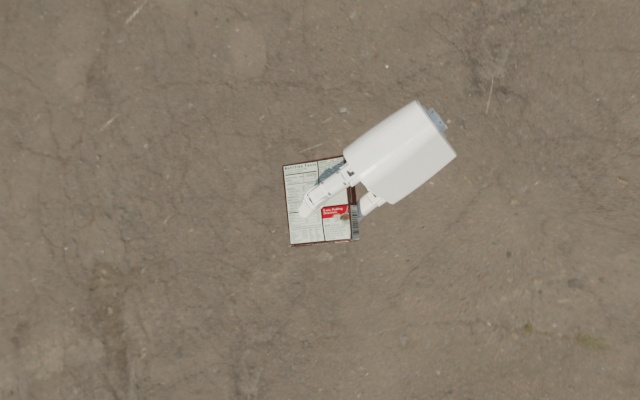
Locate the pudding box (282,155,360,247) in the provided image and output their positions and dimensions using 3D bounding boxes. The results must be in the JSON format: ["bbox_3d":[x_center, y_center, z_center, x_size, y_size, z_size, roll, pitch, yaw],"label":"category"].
[{"bbox_3d":[0.000,0.002,0.633,0.090,0.113,0.039,-7,-5,20],"label":"pudding box"}]
